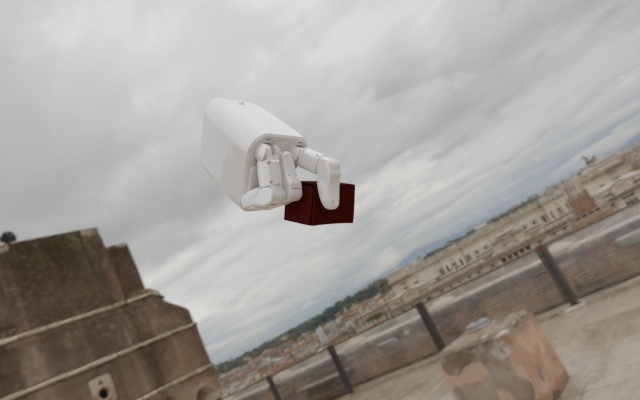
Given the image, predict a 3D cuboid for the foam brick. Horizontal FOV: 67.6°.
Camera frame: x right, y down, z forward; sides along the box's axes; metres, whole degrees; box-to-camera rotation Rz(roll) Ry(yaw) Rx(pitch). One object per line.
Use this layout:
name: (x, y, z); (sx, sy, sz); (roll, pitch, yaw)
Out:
foam brick: (0.000, 0.002, 0.612); (0.078, 0.053, 0.051); (-1, 7, -45)
